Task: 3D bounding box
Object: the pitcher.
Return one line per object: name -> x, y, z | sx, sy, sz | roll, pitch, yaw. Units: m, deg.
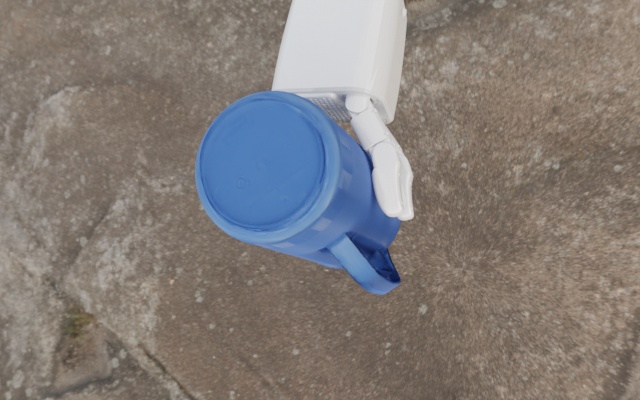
pitcher -> 0.000, 0.001, 0.429 | 0.149, 0.145, 0.243 | 10, -5, 18
